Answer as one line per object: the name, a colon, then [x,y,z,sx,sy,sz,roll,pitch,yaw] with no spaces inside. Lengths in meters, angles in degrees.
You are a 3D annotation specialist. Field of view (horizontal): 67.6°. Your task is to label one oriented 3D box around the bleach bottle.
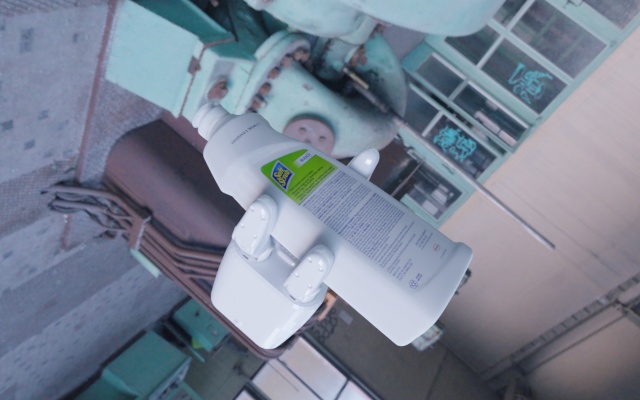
bleach bottle: [0.000,0.001,0.401,0.102,0.251,0.068,-44,-9,-43]
